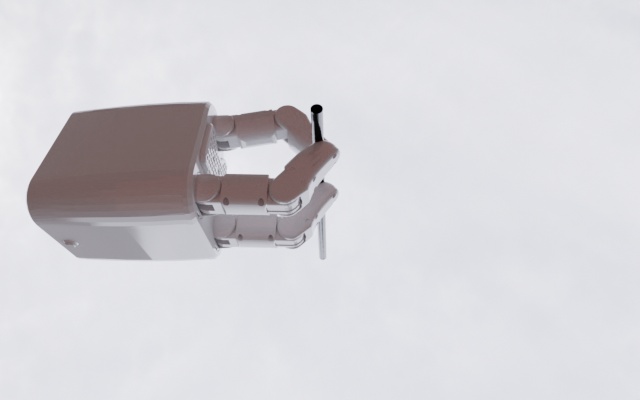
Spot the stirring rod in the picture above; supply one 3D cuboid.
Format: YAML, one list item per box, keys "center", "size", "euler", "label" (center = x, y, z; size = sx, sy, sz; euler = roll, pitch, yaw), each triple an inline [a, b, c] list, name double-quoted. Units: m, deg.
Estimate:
- center: [0.000, 0.001, 0.402]
  size: [0.011, 0.011, 0.240]
  euler: [0, -29, 1]
  label: "stirring rod"
